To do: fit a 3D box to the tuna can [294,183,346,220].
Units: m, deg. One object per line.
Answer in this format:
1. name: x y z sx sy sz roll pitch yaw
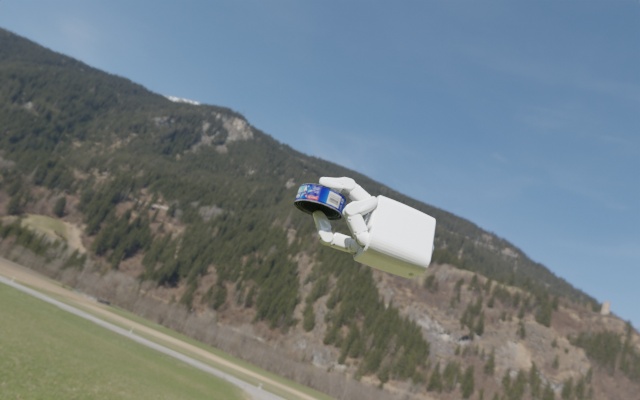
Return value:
1. tuna can: 0.000 0.002 0.821 0.086 0.033 0.086 15 -17 5
